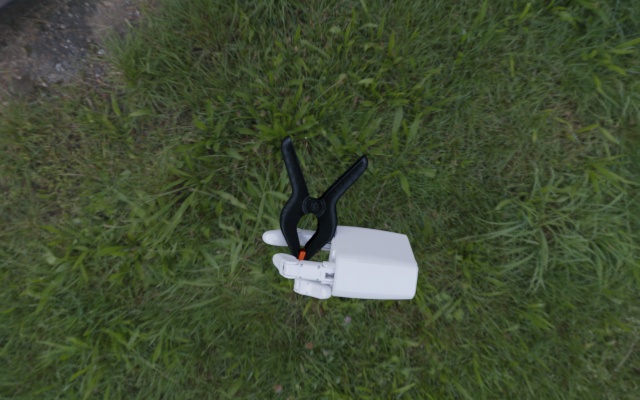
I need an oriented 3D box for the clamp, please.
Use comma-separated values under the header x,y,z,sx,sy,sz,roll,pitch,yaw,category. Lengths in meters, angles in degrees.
x,y,z,sx,sy,sz,roll,pitch,yaw,category
0.000,0.002,0.647,0.120,0.171,0.039,5,7,-2,clamp
